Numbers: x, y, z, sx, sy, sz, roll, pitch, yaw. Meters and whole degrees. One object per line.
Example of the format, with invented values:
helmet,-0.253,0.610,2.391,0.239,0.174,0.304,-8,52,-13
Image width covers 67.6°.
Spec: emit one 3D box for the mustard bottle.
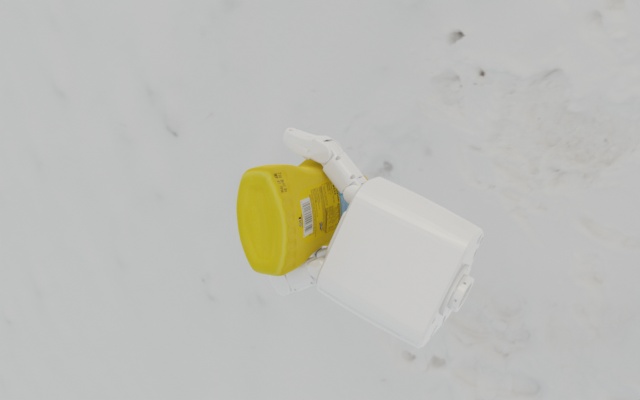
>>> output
mustard bottle,0.000,0.002,0.482,0.058,0.096,0.191,1,12,34
